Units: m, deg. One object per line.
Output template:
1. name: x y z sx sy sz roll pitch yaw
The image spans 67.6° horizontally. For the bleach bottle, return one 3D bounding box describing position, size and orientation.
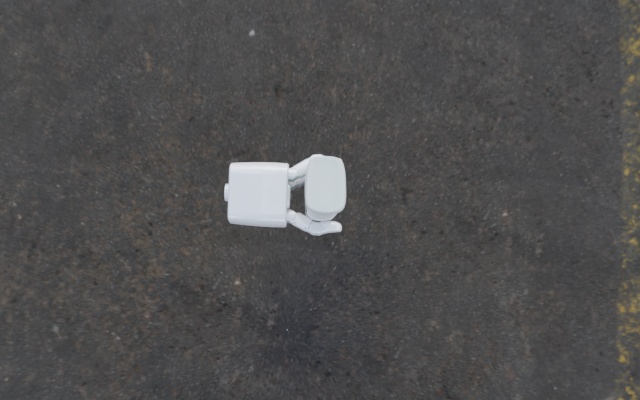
1. bleach bottle: 0.000 0.003 0.898 0.068 0.102 0.251 2 -15 -4
